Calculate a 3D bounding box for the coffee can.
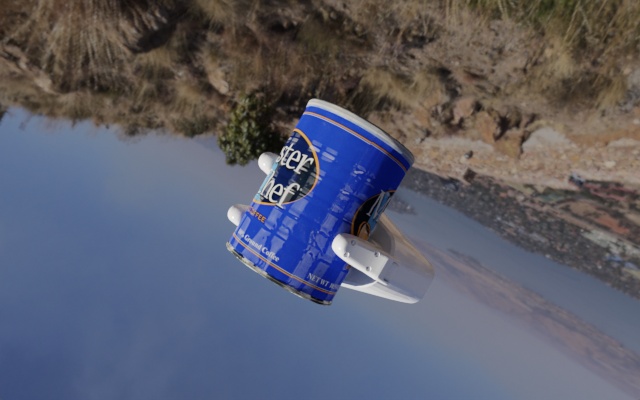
[{"bbox_3d":[0.000,0.001,0.404,0.103,0.140,0.103,30,-1,1],"label":"coffee can"}]
